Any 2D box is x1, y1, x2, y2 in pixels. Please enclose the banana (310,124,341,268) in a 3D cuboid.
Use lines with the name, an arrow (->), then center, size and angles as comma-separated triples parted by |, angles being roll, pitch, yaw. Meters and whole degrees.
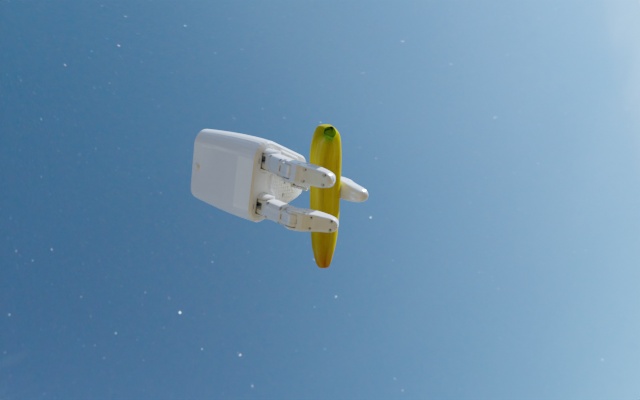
banana -> 0.004, -0.012, 0.564 | 0.037, 0.198, 0.069 | 6, 36, 9
